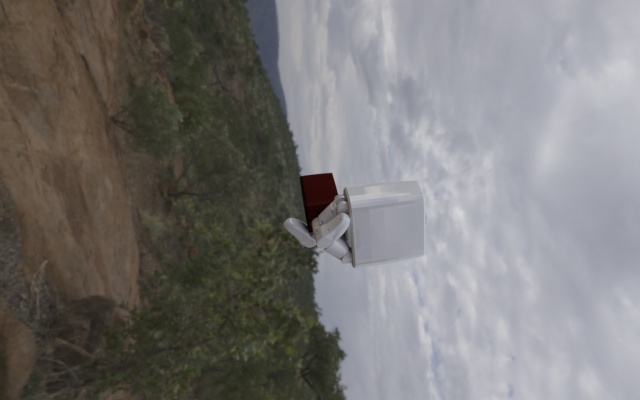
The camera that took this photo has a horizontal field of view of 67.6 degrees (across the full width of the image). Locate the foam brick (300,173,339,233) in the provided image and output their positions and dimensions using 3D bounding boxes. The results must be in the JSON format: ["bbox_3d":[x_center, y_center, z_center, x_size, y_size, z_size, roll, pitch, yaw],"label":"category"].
[{"bbox_3d":[0.000,0.002,0.718,0.051,0.053,0.078,-9,40,-3],"label":"foam brick"}]
